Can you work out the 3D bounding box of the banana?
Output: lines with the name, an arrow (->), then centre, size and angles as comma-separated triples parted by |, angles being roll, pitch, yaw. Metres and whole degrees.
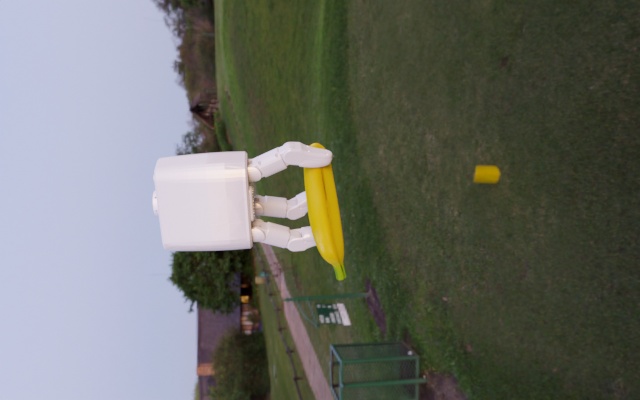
banana -> 0.000, -0.005, 0.584 | 0.037, 0.197, 0.070 | -6, -30, -3
